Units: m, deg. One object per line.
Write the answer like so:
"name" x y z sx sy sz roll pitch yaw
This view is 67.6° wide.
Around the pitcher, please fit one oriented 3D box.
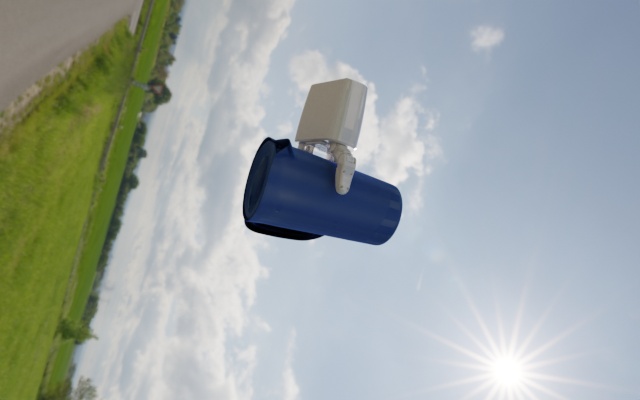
"pitcher" 0.000 0.002 0.773 0.243 0.145 0.149 16 -7 -21
